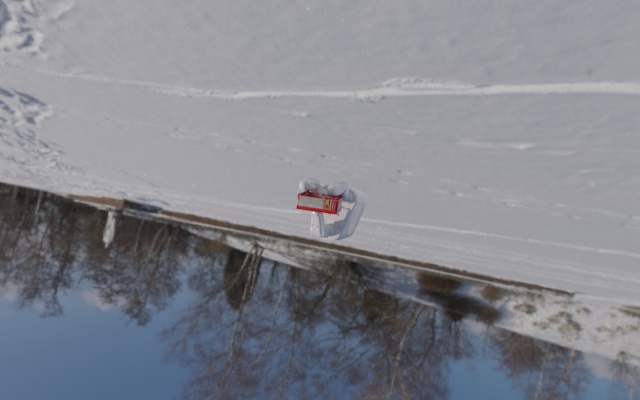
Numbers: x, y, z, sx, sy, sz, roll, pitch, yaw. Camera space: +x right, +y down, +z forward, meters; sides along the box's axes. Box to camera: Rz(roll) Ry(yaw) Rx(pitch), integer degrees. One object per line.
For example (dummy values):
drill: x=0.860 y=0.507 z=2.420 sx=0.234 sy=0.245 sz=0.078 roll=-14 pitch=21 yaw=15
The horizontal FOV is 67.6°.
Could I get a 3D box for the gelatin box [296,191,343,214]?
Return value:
gelatin box: x=0.000 y=0.003 z=0.871 sx=0.073 sy=0.030 sz=0.089 roll=9 pitch=6 yaw=8
